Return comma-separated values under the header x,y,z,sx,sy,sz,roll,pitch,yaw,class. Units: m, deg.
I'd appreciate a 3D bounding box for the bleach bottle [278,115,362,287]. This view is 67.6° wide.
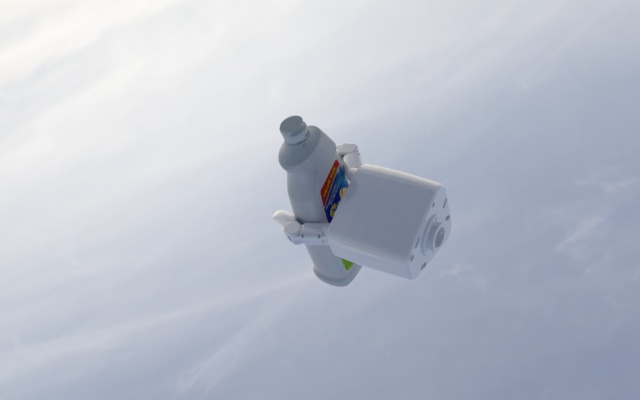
x,y,z,sx,sy,sz,roll,pitch,yaw,class
0.000,0.002,0.620,0.068,0.102,0.251,17,-33,35,bleach bottle
